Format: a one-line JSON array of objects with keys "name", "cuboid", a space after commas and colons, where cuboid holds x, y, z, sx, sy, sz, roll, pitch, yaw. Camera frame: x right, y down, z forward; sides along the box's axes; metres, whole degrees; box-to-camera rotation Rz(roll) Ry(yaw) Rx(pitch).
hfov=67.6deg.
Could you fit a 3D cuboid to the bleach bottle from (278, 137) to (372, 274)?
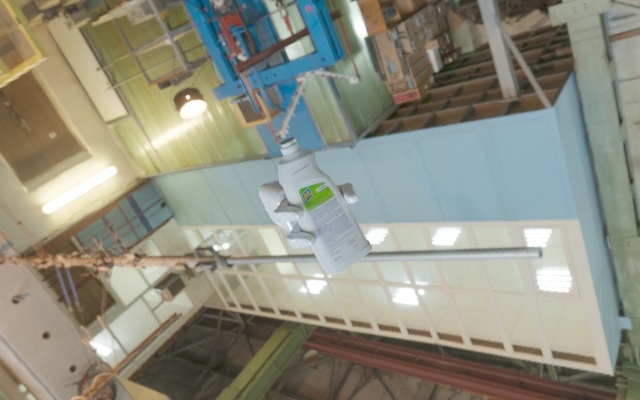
[{"name": "bleach bottle", "cuboid": [0.000, 0.003, 0.839, 0.102, 0.251, 0.068, -33, 23, -20]}]
